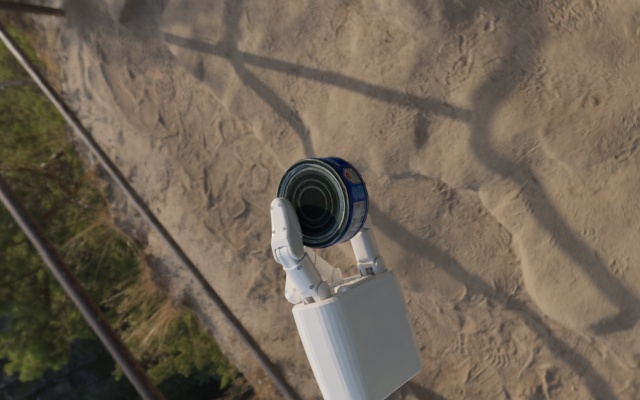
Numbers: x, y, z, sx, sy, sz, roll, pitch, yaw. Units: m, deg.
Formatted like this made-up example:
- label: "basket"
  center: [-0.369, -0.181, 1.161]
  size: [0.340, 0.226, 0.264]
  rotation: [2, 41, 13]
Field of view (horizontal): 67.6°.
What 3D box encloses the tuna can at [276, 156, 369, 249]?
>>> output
- label: "tuna can"
  center: [0.000, 0.001, 0.448]
  size: [0.086, 0.086, 0.034]
  rotation: [0, 6, 35]
